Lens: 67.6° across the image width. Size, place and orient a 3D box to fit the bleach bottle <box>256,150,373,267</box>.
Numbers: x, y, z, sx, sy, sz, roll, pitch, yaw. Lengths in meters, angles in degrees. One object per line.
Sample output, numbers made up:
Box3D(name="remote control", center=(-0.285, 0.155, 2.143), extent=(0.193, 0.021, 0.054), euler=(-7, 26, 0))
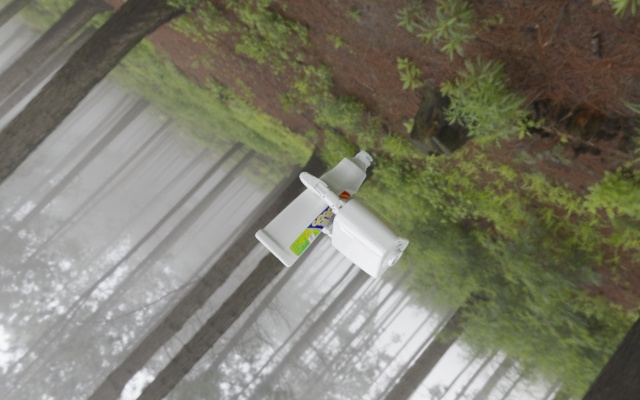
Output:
Box3D(name="bleach bottle", center=(0.000, 0.003, 0.865), extent=(0.068, 0.251, 0.103), euler=(40, -9, 23))
